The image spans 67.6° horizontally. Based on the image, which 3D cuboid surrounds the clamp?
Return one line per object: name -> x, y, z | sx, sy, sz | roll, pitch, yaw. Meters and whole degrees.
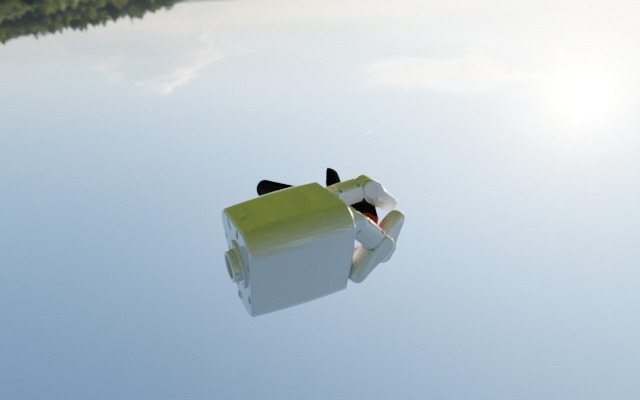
clamp -> 0.000, 0.002, 0.575 | 0.120, 0.039, 0.171 | -14, 26, -22
